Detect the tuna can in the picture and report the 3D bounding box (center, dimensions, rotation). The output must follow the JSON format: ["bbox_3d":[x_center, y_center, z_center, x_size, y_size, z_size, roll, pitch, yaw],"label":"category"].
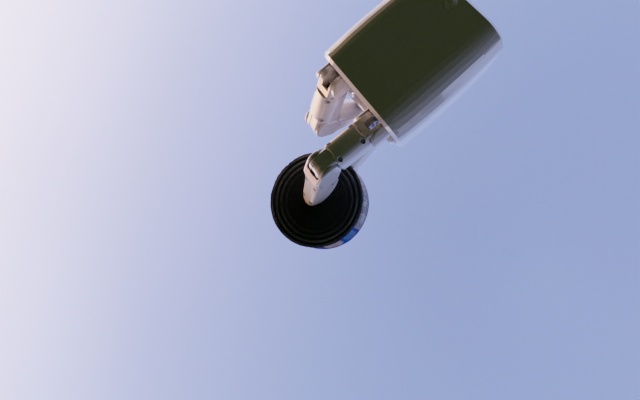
[{"bbox_3d":[0.000,0.002,0.436,0.086,0.086,0.034,0,-9,17],"label":"tuna can"}]
